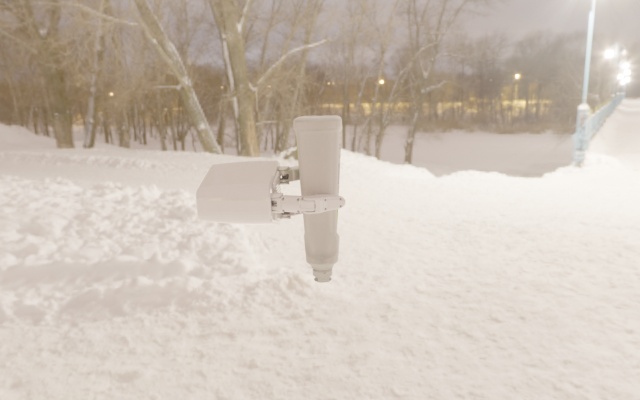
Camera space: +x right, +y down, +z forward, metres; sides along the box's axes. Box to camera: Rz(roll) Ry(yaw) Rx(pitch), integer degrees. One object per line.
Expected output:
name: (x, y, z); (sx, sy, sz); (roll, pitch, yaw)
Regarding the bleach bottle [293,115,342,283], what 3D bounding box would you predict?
bleach bottle: (0.000, 0.002, 0.710); (0.068, 0.251, 0.102); (0, 12, 4)
